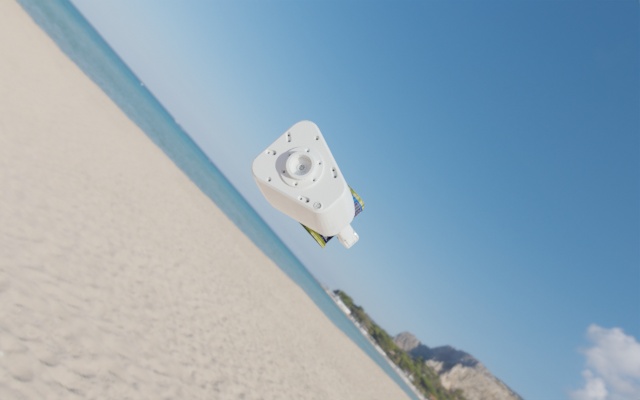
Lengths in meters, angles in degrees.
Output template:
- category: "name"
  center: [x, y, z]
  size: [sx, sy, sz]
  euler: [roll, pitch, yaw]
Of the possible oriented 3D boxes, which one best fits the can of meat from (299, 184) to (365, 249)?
- category: "can of meat"
  center: [0.000, 0.002, 0.679]
  size: [0.084, 0.102, 0.057]
  euler: [-42, -20, -5]
